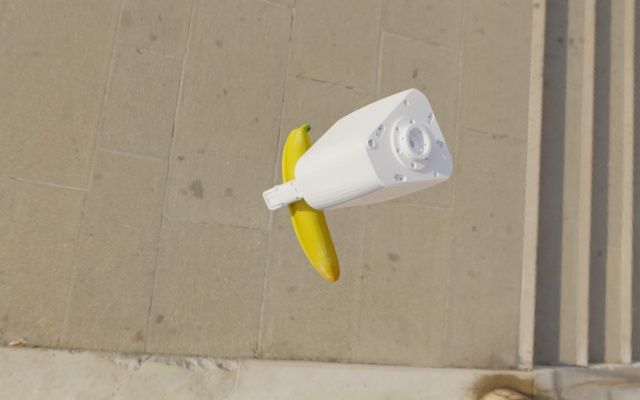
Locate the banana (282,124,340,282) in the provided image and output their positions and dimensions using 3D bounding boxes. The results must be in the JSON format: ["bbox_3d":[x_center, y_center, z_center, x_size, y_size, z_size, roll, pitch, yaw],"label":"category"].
[{"bbox_3d":[-0.011,-0.002,0.552,0.037,0.197,0.069,-15,-11,35],"label":"banana"}]
